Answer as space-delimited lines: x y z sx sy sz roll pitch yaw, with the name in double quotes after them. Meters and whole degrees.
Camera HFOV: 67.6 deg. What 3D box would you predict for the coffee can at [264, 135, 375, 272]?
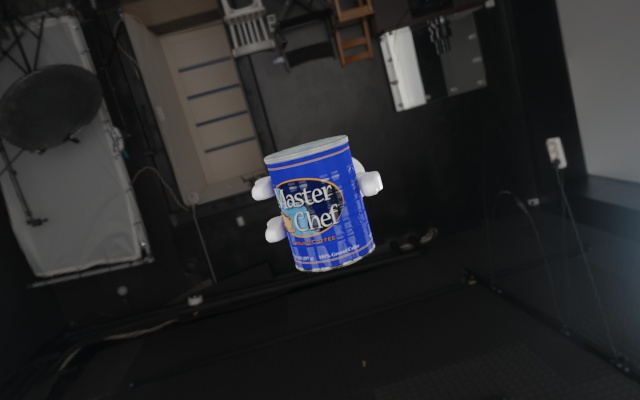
0.000 0.002 0.580 0.103 0.140 0.103 -15 11 3 "coffee can"
